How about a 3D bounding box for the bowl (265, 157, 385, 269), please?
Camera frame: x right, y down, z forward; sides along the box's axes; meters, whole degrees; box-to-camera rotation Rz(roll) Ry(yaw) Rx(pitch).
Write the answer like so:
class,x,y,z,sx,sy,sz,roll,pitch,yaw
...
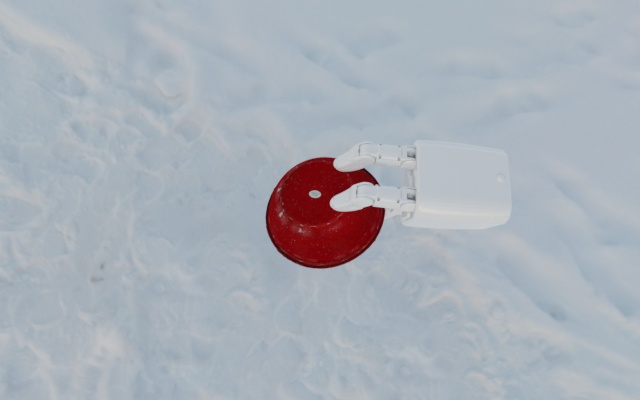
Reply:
class,x,y,z,sx,sy,sz,roll,pitch,yaw
bowl,-0.001,0.002,0.609,0.162,0.162,0.055,0,-26,13
